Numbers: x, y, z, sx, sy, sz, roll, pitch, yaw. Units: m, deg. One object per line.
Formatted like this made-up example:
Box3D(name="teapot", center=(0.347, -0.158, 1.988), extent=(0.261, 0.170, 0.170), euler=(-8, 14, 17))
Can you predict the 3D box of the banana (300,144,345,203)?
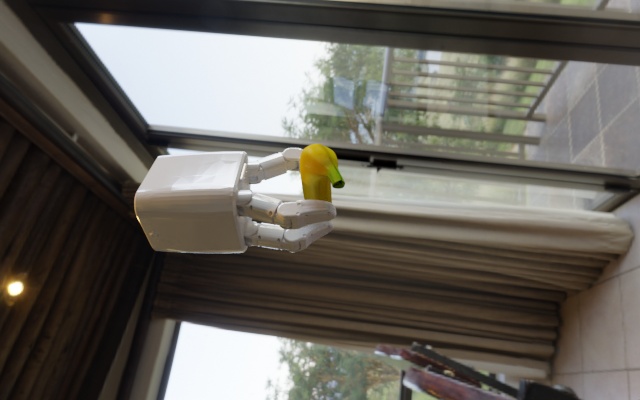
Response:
Box3D(name="banana", center=(-0.003, -0.017, 0.539), extent=(0.037, 0.069, 0.198), euler=(-8, -15, -4))
